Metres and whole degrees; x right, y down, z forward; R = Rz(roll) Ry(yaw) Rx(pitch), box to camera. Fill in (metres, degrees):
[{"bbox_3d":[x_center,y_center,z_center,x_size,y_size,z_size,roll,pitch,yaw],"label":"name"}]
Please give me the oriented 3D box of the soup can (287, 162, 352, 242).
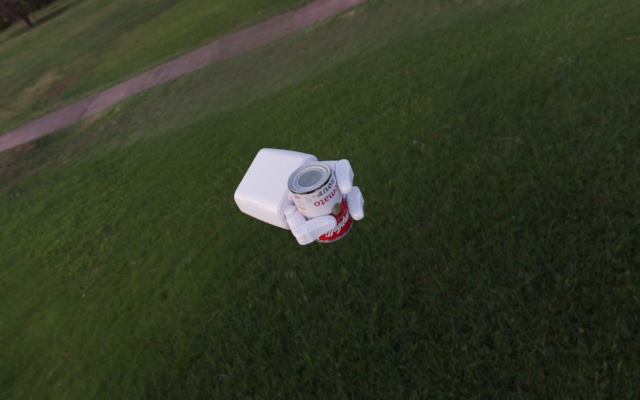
[{"bbox_3d":[0.000,0.002,0.694,0.068,0.102,0.068,-14,40,12],"label":"soup can"}]
